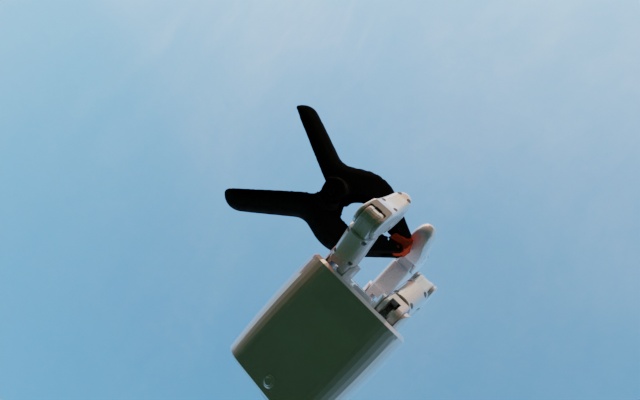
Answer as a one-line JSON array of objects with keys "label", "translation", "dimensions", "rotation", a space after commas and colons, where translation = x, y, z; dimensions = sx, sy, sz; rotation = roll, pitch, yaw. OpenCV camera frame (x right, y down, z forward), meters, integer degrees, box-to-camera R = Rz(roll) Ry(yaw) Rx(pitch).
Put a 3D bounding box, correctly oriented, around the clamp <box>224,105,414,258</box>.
[{"label": "clamp", "translation": [0.000, 0.002, 0.425], "dimensions": [0.171, 0.120, 0.039], "rotation": [43, -4, 21]}]
